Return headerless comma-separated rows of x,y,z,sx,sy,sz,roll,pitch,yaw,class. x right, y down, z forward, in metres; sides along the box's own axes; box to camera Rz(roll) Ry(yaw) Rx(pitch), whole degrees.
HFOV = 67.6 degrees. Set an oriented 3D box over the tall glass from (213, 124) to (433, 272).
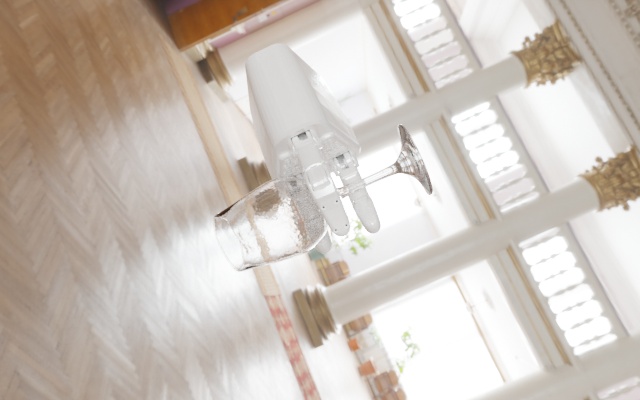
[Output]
0.001,0.001,0.462,0.201,0.079,0.079,-24,-2,3,tall glass
